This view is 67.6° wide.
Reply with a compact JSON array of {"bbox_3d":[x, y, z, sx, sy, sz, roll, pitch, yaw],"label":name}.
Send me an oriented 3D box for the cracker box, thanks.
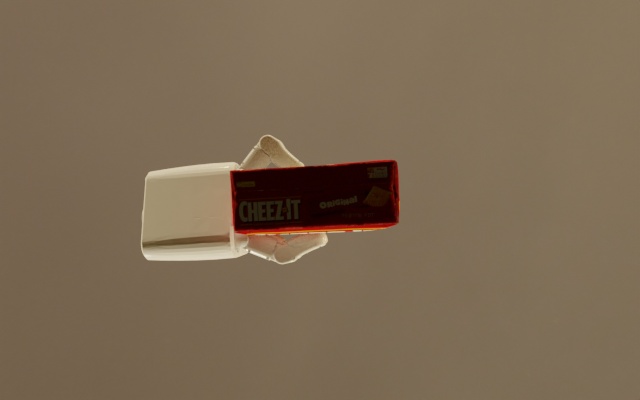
[{"bbox_3d":[0.000,0.002,0.561,0.164,0.072,0.214,-4,-2,3],"label":"cracker box"}]
